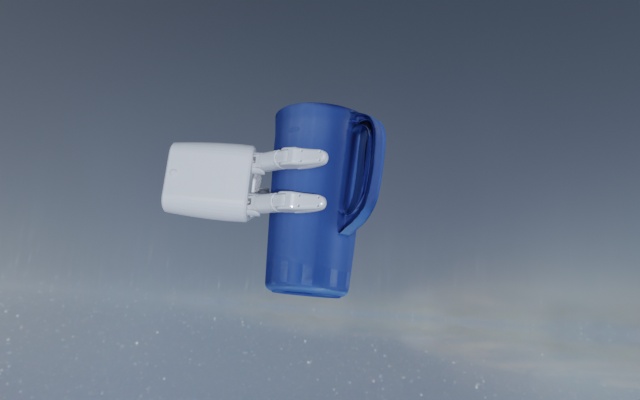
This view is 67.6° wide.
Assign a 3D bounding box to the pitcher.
[{"bbox_3d":[0.000,0.002,0.627,0.145,0.242,0.149,5,-13,0],"label":"pitcher"}]
